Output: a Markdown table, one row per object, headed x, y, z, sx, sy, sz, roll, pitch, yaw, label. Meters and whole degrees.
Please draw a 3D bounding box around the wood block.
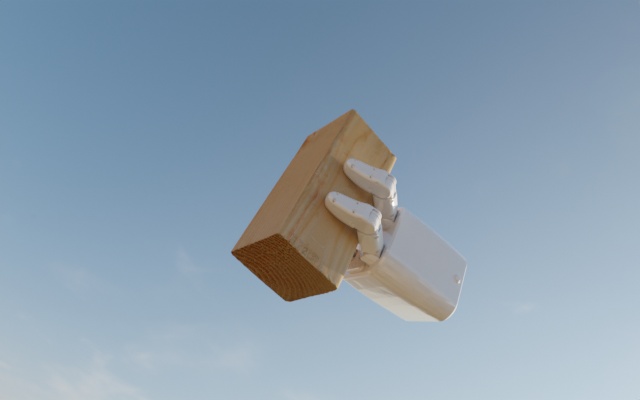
| x | y | z | sx | sy | sz | roll | pitch | yaw | label |
| --- | --- | --- | --- | --- | --- | --- | --- | --- | --- |
| 0.000 | 0.002 | 0.550 | 0.090 | 0.206 | 0.091 | 45 | -42 | -19 | wood block |
